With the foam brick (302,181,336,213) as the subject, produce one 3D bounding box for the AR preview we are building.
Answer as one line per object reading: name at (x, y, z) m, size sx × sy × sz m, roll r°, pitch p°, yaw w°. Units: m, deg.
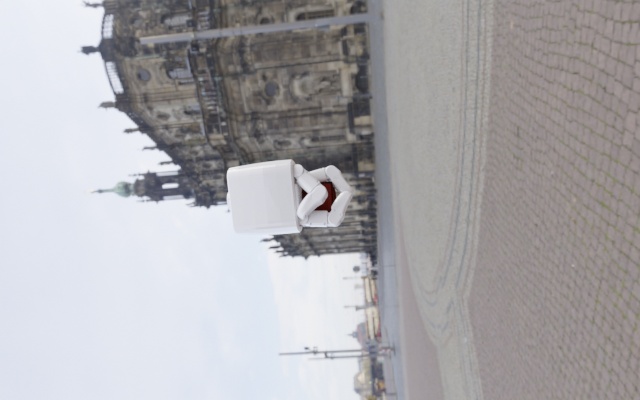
foam brick at (0.000, 0.003, 0.812) m, size 0.051 × 0.053 × 0.078 m, roll -6°, pitch -13°, yaw 6°
